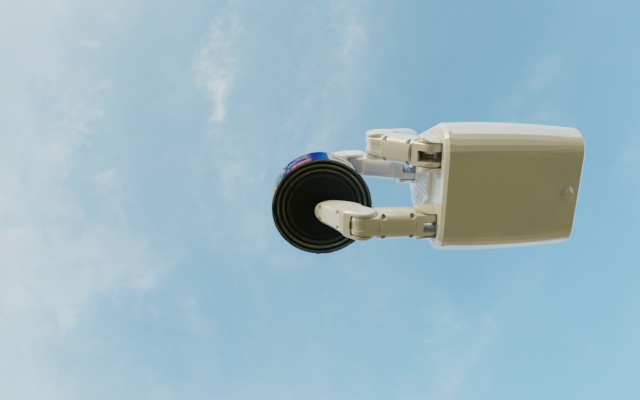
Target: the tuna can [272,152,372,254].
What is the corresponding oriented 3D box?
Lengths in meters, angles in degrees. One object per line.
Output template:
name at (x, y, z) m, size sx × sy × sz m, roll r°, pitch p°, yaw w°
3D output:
tuna can at (0.000, 0.001, 0.421) m, size 0.086 × 0.086 × 0.033 m, roll 0°, pitch 20°, yaw -6°
